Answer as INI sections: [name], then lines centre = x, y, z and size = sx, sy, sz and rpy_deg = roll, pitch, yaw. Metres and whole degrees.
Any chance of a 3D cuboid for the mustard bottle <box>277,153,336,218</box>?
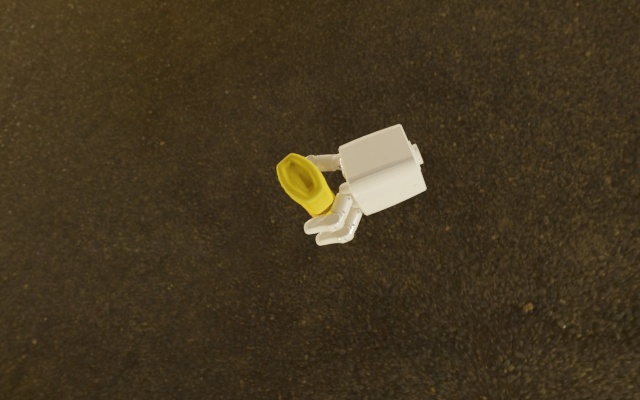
[mustard bottle]
centre = 0.000, 0.003, 0.777
size = 0.096, 0.058, 0.192
rpy_deg = 47, -2, 31
